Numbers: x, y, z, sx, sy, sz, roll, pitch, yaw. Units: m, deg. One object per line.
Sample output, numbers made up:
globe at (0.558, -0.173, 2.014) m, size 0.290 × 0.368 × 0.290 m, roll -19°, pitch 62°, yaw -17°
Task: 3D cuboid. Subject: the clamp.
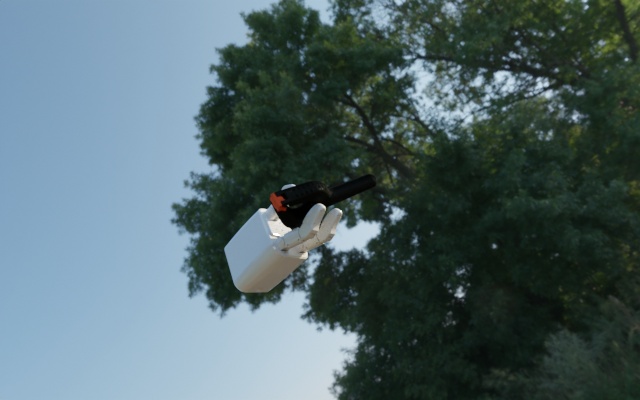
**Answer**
clamp at (-0.001, 0.002, 0.796) m, size 0.164 × 0.036 × 0.210 m, roll -47°, pitch -29°, yaw 16°
